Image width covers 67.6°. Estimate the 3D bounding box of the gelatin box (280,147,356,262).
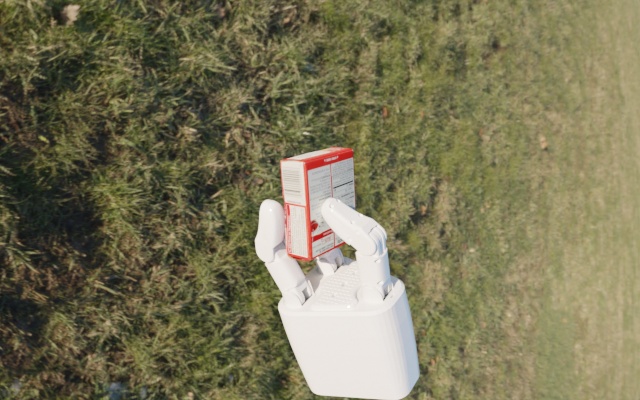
[{"bbox_3d":[0.000,0.001,0.428,0.030,0.089,0.073,8,18,37],"label":"gelatin box"}]
